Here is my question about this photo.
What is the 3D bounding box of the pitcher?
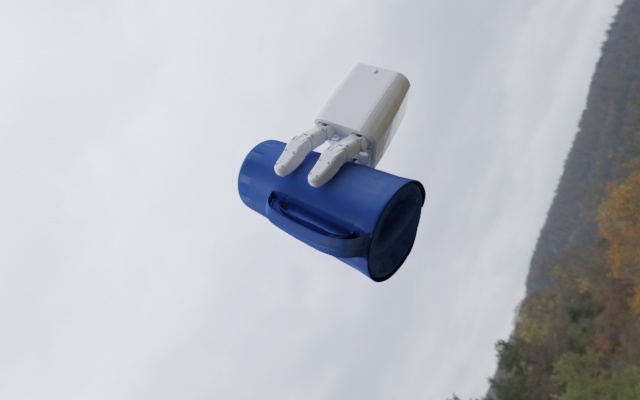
[{"bbox_3d":[0.000,0.002,0.630,0.242,0.145,0.149,23,-18,32],"label":"pitcher"}]
